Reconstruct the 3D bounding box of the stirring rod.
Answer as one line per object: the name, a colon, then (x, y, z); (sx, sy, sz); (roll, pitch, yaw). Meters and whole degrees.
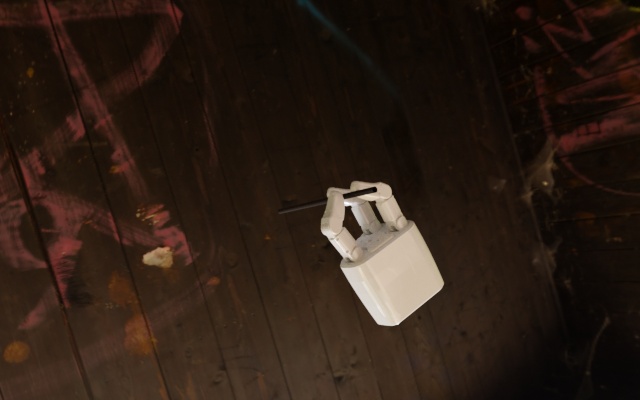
stirring rod: (0.000, 0.002, 0.687); (0.011, 0.011, 0.239); (0, -8, -34)
